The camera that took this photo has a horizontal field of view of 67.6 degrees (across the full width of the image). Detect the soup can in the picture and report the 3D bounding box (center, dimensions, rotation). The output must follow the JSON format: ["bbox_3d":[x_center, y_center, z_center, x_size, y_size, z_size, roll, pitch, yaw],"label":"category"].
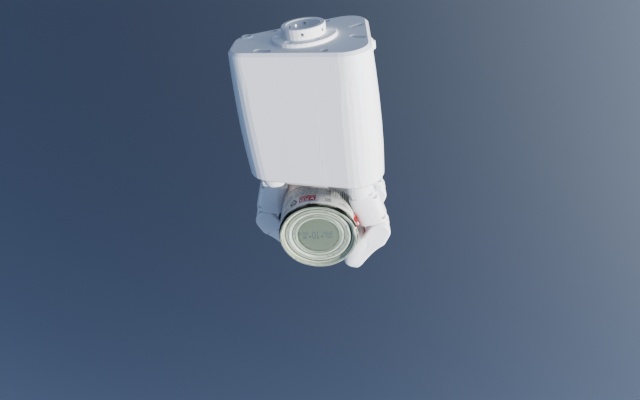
[{"bbox_3d":[0.000,0.002,0.435,0.068,0.069,0.102,0,36,2],"label":"soup can"}]
